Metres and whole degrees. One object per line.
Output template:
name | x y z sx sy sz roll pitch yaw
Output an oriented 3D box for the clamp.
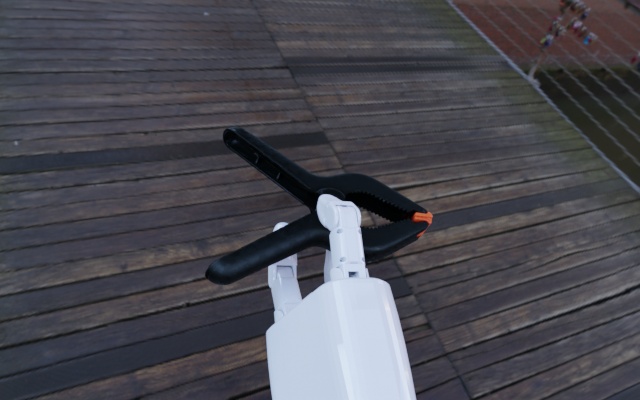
clamp | 0.001 0.001 0.442 0.210 0.164 0.036 3 -36 -18
